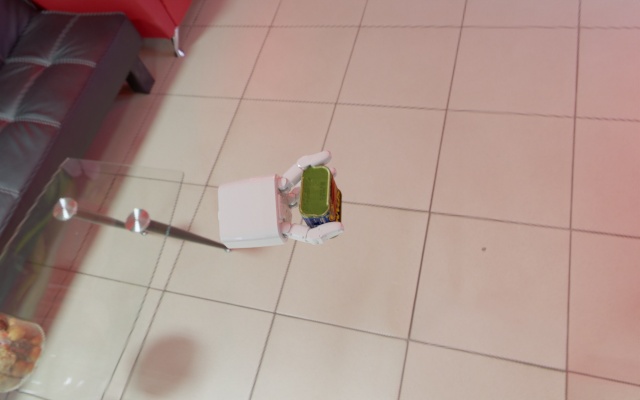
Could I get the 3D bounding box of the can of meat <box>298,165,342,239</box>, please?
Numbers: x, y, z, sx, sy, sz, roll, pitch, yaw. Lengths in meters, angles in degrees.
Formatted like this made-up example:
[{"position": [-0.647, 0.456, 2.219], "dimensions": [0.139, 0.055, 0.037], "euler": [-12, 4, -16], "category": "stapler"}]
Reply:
[{"position": [0.000, 0.003, 0.810], "dimensions": [0.057, 0.102, 0.084], "euler": [-4, -29, 13], "category": "can of meat"}]
